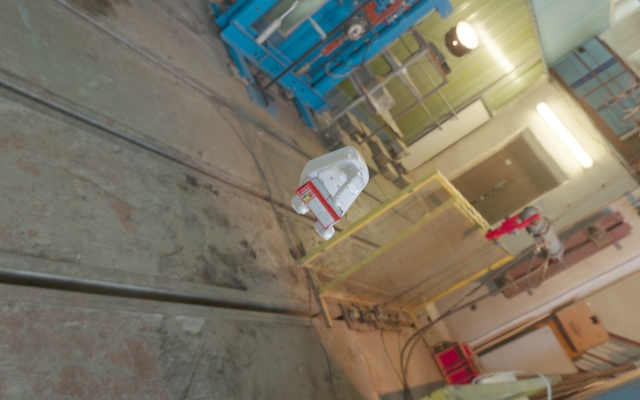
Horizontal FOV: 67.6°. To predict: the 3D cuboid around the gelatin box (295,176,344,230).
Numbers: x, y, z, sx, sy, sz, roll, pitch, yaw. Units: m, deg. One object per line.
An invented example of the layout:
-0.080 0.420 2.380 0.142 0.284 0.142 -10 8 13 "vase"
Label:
0.000 0.002 0.731 0.030 0.073 0.089 -37 2 9 "gelatin box"
